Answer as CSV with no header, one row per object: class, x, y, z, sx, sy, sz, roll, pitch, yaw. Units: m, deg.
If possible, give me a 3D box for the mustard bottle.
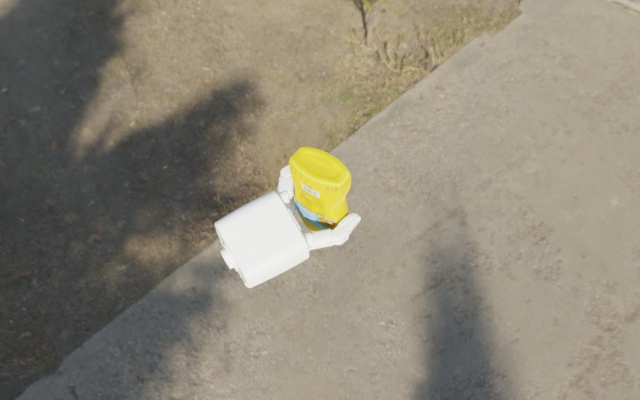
mustard bottle,0.000,0.002,0.771,0.096,0.058,0.192,28,-30,19
